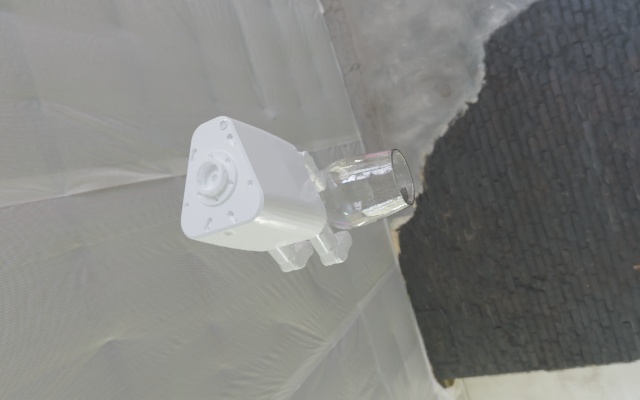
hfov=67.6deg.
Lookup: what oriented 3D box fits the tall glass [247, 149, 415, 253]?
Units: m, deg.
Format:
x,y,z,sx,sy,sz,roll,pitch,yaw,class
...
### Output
x,y,z,sx,sy,sz,roll,pitch,yaw,class
0.000,0.002,0.535,0.201,0.079,0.079,-17,-7,25,tall glass
